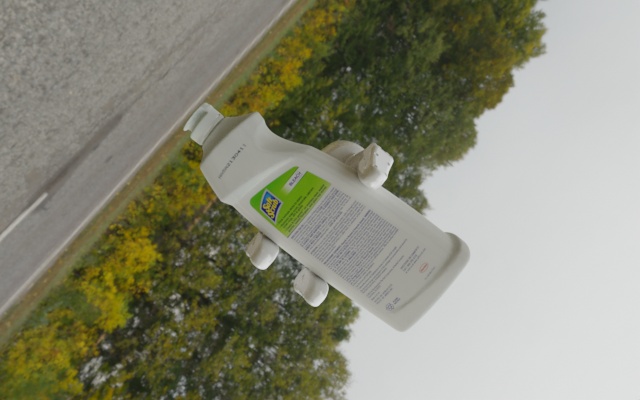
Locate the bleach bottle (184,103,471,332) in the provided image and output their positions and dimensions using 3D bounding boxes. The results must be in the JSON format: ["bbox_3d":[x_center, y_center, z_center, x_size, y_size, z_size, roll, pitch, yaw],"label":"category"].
[{"bbox_3d":[0.000,0.001,0.407,0.251,0.102,0.068,38,5,-9],"label":"bleach bottle"}]
